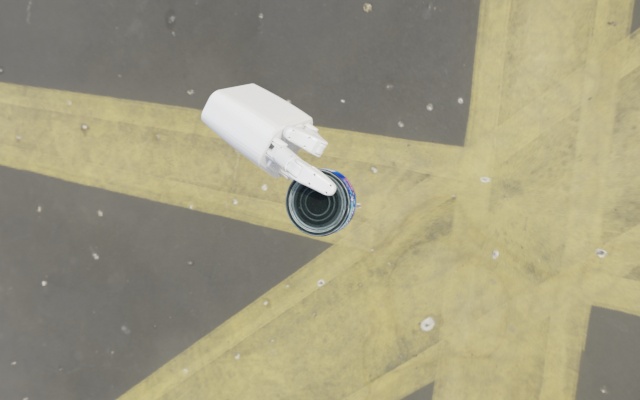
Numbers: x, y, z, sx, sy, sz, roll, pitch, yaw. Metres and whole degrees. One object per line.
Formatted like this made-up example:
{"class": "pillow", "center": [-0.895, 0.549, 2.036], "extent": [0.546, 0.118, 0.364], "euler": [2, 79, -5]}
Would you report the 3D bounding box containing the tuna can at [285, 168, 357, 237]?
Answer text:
{"class": "tuna can", "center": [0.000, 0.002, 0.599], "extent": [0.086, 0.086, 0.034], "euler": [0, 3, 16]}
